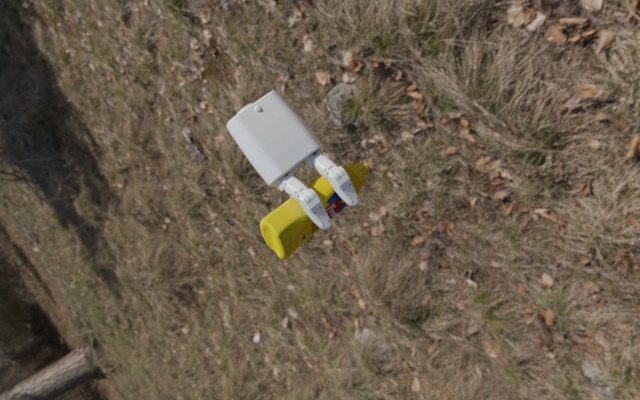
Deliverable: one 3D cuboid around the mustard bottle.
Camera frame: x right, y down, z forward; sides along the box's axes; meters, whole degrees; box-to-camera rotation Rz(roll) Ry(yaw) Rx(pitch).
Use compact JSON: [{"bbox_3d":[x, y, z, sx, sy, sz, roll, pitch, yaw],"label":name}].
[{"bbox_3d":[0.000,0.003,0.713,0.191,0.058,0.096,-39,-23,-19],"label":"mustard bottle"}]
